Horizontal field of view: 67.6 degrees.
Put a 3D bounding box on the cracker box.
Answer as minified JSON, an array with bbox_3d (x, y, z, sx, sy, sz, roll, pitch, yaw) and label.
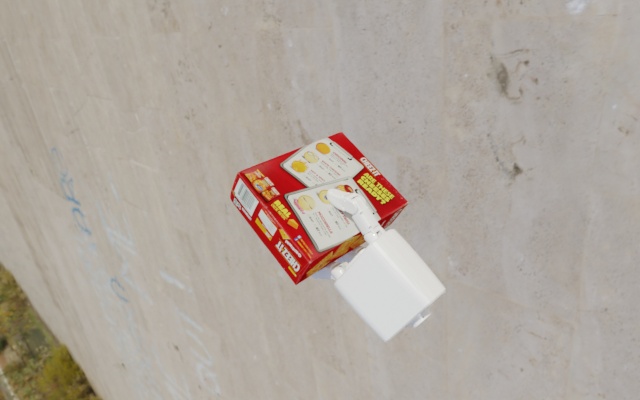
[{"bbox_3d":[0.000,0.002,0.707,0.213,0.164,0.072,-27,-22,-39],"label":"cracker box"}]
